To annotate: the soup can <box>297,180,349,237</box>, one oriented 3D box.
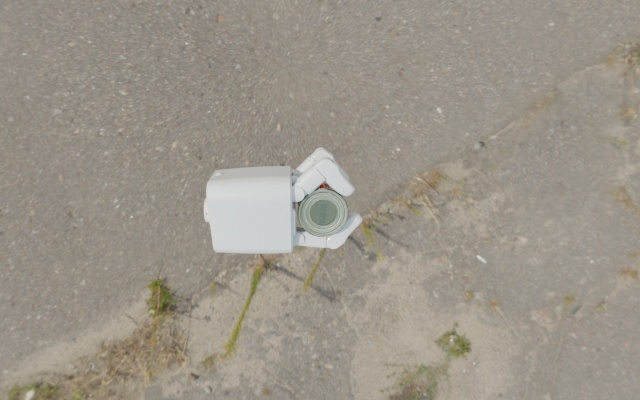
[{"bbox_3d":[0.001,0.002,0.658,0.068,0.068,0.102,0,17,-4],"label":"soup can"}]
